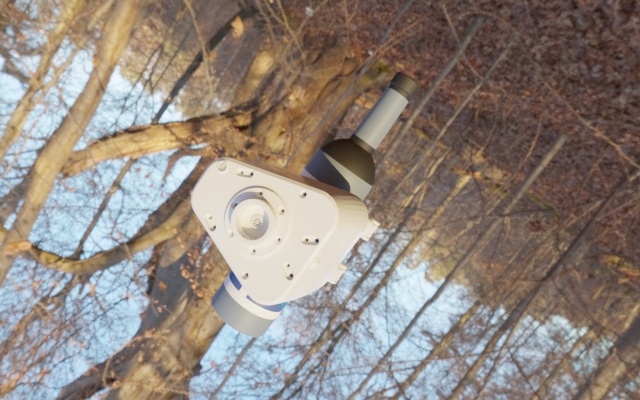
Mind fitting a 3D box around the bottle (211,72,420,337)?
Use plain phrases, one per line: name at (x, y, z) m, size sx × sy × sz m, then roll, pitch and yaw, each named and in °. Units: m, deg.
bottle at (0.000, 0.002, 0.480) m, size 0.069 × 0.296 × 0.069 m, roll 35°, pitch 7°, yaw -5°
